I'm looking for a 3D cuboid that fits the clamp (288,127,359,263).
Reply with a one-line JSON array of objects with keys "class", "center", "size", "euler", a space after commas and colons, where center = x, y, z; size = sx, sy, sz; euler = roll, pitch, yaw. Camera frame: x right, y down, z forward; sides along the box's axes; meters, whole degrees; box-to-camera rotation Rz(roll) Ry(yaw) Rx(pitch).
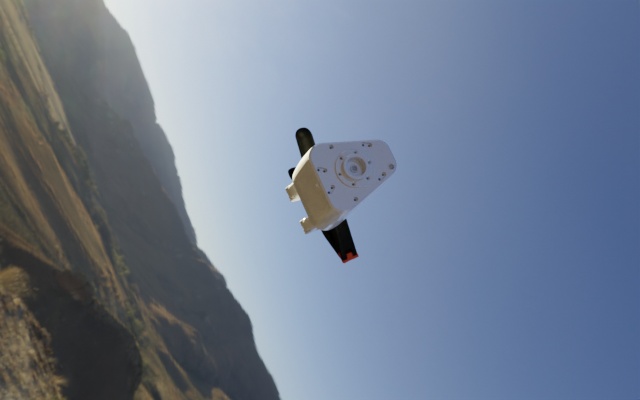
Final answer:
[{"class": "clamp", "center": [0.001, 0.003, 0.771], "size": [0.036, 0.210, 0.164], "euler": [-23, -7, -14]}]
